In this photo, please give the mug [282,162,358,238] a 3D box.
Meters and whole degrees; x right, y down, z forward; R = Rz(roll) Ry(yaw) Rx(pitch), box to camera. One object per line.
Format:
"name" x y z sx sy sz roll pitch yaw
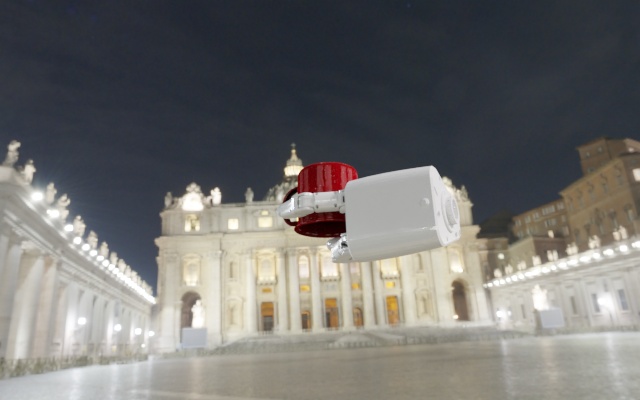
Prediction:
"mug" -0.001 0.002 0.642 0.117 0.081 0.093 -11 -20 27
